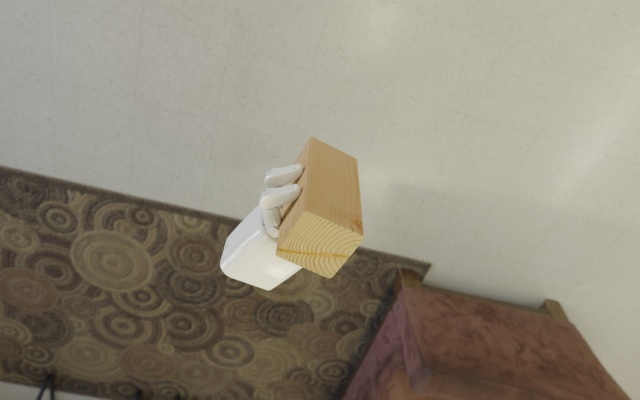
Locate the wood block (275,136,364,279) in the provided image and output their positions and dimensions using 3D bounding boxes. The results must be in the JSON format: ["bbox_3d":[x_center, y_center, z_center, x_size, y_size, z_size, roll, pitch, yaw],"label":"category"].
[{"bbox_3d":[0.000,0.003,0.713,0.091,0.090,0.206,26,31,-16],"label":"wood block"}]
